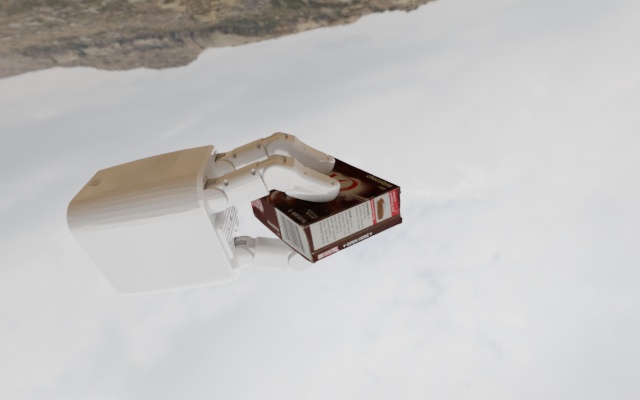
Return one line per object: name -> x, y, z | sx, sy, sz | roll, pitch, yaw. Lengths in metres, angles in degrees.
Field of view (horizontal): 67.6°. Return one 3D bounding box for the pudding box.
pudding box -> 0.000, 0.002, 0.406 | 0.090, 0.039, 0.113 | -23, 31, -23
